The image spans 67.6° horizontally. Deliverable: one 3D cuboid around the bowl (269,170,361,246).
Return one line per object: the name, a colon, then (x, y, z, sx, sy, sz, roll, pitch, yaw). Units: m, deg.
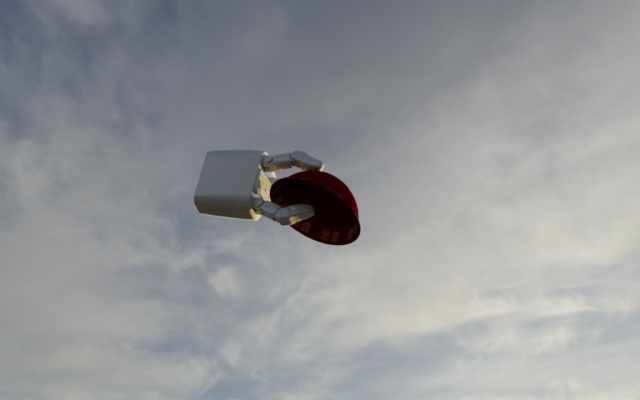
bowl: (0.002, 0.003, 0.776, 0.162, 0.055, 0.162, 21, -34, 15)
